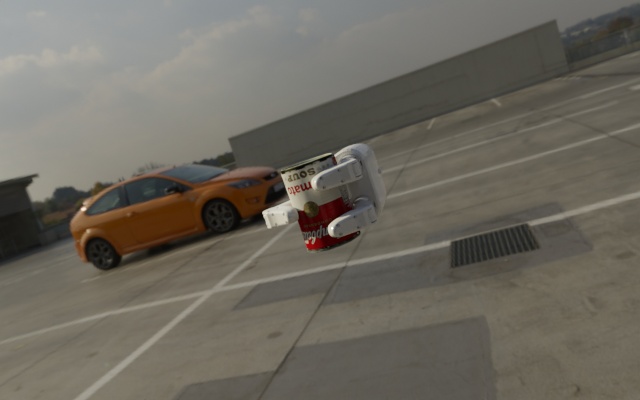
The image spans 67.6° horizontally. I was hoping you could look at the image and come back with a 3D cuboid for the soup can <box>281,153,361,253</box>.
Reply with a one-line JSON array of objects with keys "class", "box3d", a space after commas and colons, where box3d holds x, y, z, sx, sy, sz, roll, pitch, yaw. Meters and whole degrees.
[{"class": "soup can", "box3d": [0.000, 0.002, 0.566, 0.068, 0.102, 0.068, -19, 8, 3]}]
